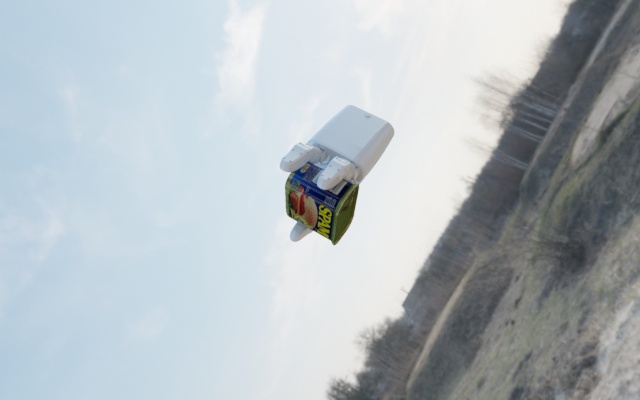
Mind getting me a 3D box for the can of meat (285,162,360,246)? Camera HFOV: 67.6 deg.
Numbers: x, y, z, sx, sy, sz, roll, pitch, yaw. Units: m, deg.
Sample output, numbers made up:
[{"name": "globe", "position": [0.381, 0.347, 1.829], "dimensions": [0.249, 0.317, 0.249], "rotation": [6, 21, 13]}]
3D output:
[{"name": "can of meat", "position": [0.000, 0.002, 0.653], "dimensions": [0.084, 0.057, 0.102], "rotation": [29, -32, 16]}]
